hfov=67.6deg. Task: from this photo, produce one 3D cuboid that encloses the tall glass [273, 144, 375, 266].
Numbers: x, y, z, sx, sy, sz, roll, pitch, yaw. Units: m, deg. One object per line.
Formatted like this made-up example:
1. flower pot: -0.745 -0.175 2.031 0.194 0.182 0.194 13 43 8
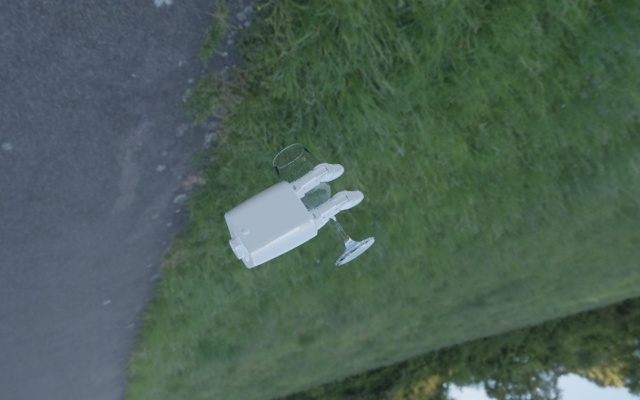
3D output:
1. tall glass: 0.001 0.003 0.771 0.079 0.201 0.079 -31 -18 -11
